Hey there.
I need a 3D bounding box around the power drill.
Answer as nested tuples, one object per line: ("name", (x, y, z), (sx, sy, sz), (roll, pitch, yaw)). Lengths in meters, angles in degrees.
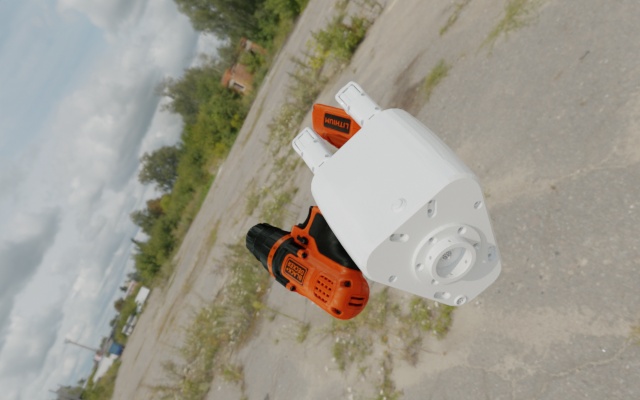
("power drill", (0.000, 0.001, 0.483), (0.057, 0.187, 0.184), (12, 8, -42))
